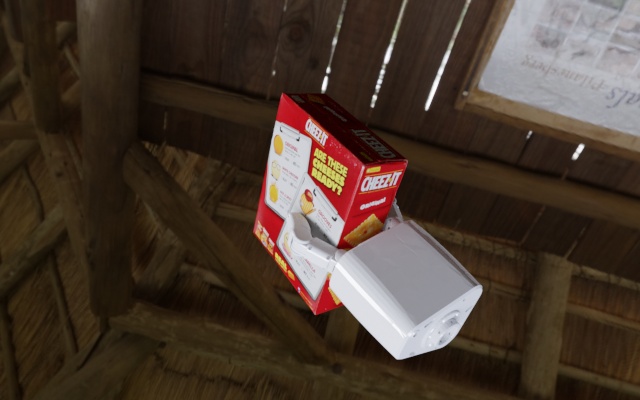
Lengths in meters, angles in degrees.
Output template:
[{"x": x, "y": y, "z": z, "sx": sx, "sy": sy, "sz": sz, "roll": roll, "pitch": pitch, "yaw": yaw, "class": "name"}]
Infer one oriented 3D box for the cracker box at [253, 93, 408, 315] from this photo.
[{"x": 0.000, "y": 0.002, "z": 0.577, "sx": 0.072, "sy": 0.214, "sz": 0.164, "roll": -11, "pitch": 42, "yaw": -35, "class": "cracker box"}]
